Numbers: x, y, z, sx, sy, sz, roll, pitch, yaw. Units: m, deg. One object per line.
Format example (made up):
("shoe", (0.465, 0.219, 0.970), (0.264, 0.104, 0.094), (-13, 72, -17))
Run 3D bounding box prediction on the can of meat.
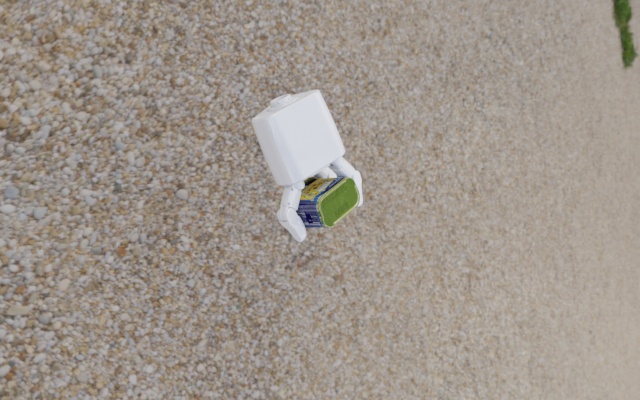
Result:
("can of meat", (0.000, 0.003, 0.746), (0.084, 0.057, 0.102), (-2, 27, 43))
